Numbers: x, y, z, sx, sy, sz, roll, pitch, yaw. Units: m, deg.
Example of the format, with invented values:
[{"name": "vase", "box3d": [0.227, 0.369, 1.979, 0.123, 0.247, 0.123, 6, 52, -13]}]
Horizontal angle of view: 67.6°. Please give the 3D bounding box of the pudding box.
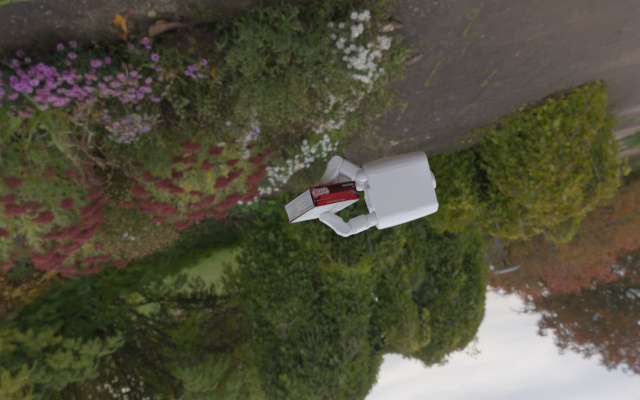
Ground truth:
[{"name": "pudding box", "box3d": [0.000, 0.003, 0.819, 0.090, 0.039, 0.113, -9, -13, -29]}]
